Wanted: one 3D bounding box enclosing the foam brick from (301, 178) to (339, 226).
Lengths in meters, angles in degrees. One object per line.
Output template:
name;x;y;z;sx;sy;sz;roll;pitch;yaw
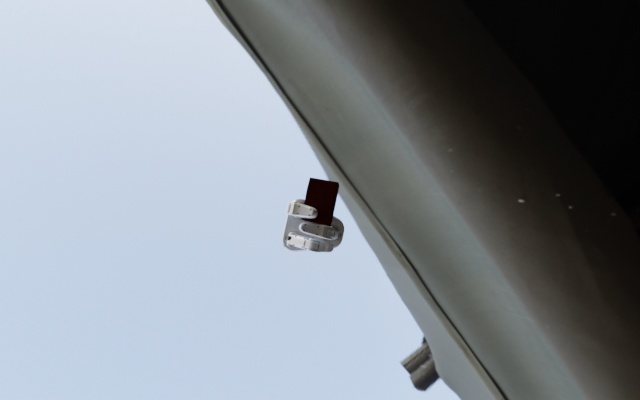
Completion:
foam brick;0.000;0.003;0.848;0.053;0.078;0.051;12;-2;5
